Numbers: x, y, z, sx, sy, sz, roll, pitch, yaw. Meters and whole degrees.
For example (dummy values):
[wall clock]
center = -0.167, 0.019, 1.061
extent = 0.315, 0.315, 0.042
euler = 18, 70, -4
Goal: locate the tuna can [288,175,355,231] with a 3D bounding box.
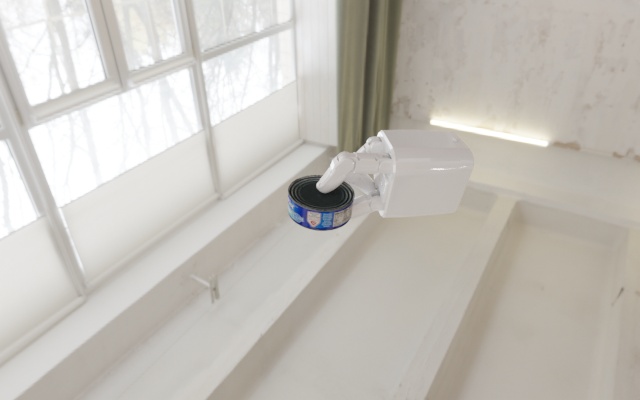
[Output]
[tuna can]
center = 0.000, 0.003, 0.619
extent = 0.086, 0.034, 0.086
euler = 4, 32, -2
